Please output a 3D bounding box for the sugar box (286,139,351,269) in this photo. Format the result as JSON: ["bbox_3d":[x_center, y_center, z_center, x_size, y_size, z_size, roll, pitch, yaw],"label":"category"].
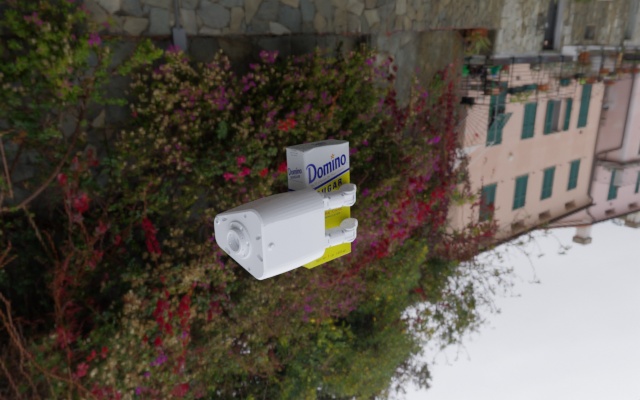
[{"bbox_3d":[0.000,0.003,0.710,0.093,0.176,0.048,-17,24,-41],"label":"sugar box"}]
